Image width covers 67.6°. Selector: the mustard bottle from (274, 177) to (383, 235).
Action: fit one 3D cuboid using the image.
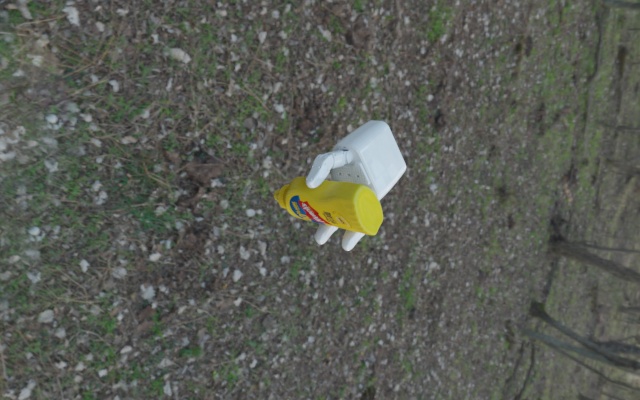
[{"bbox_3d":[0.000,0.003,0.767,0.191,0.058,0.096,10,-28,37],"label":"mustard bottle"}]
